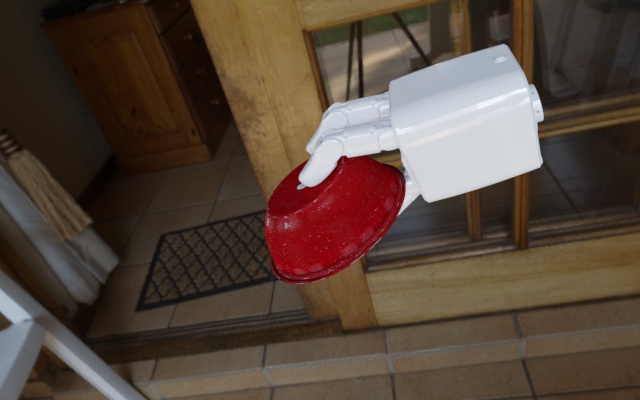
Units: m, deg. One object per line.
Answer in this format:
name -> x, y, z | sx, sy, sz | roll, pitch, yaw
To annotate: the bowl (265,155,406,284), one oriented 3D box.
bowl -> -0.001, 0.002, 0.468 | 0.162, 0.162, 0.055 | 0, -44, 53
